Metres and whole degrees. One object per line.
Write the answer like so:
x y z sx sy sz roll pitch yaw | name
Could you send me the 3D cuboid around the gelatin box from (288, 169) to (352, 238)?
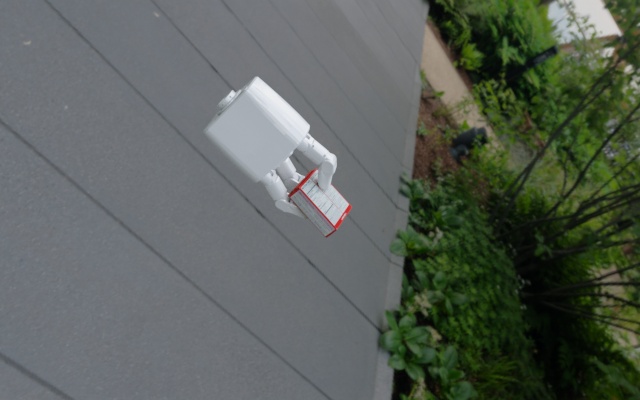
0.001 0.002 0.740 0.030 0.089 0.073 -38 8 35 | gelatin box
